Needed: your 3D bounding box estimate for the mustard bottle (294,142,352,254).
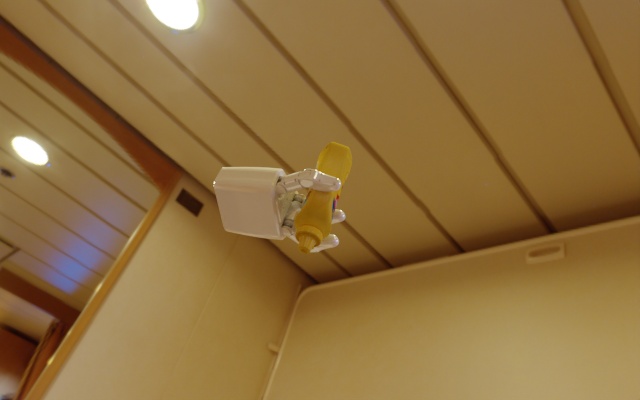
[{"bbox_3d":[0.001,0.002,0.759,0.058,0.191,0.096,20,-38,0],"label":"mustard bottle"}]
